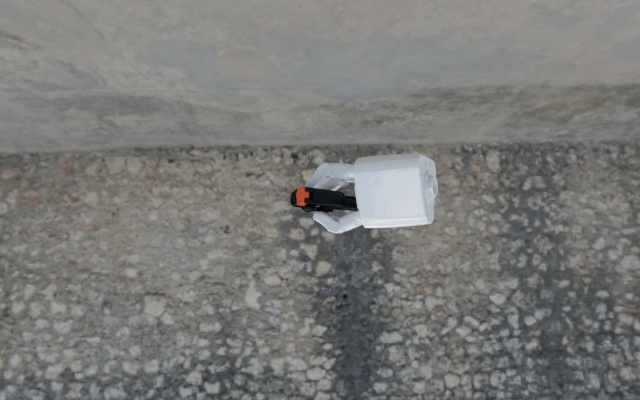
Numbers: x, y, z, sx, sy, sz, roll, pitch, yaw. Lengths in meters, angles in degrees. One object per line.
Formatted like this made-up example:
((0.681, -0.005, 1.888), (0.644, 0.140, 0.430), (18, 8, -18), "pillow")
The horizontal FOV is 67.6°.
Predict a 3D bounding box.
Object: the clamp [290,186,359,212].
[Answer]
((0.000, 0.003, 0.830), (0.164, 0.036, 0.210), (-2, -6, 29), "clamp")
